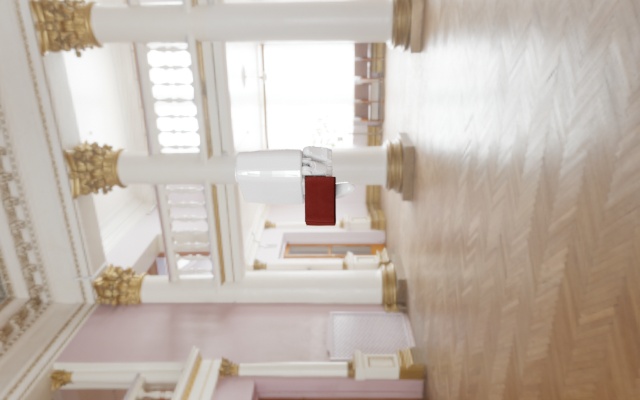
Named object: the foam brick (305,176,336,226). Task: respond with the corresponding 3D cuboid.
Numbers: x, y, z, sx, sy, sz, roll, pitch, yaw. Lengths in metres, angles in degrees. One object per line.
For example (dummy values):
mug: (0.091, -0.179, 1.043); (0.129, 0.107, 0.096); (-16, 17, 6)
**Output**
foam brick: (0.000, 0.003, 0.795); (0.051, 0.078, 0.053); (0, -11, 1)
